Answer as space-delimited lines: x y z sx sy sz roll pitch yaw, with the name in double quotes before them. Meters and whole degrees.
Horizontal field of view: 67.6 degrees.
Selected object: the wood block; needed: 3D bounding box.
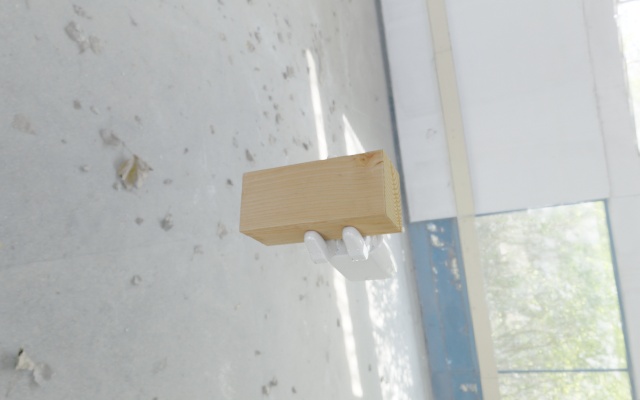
"wood block" 0.000 0.002 0.664 0.206 0.090 0.090 -8 -22 21
